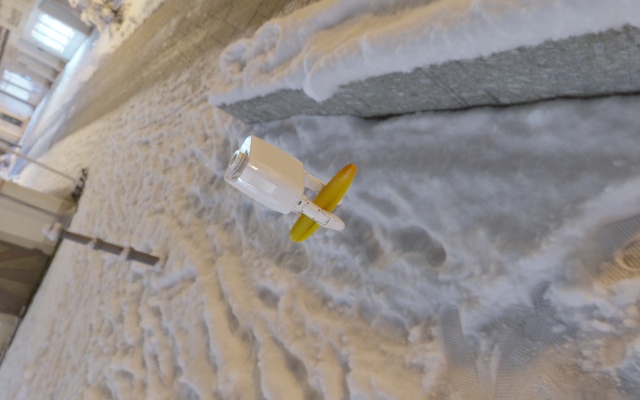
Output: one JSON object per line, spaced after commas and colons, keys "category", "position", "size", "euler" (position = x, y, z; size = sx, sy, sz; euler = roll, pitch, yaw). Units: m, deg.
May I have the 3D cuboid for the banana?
{"category": "banana", "position": [-0.005, 0.015, 0.835], "size": [0.037, 0.198, 0.069], "euler": [34, 32, -11]}
